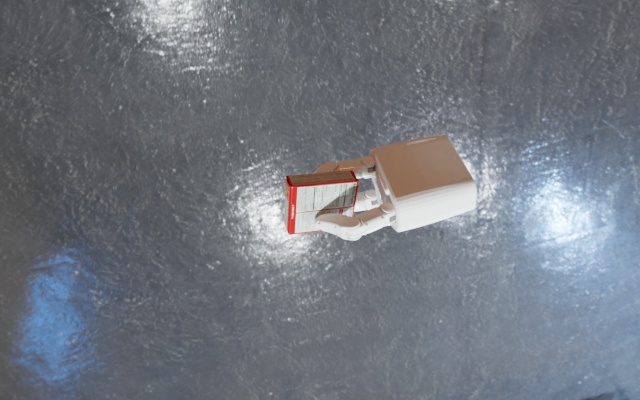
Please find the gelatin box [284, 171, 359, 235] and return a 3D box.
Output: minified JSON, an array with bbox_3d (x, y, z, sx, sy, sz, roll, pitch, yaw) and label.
[{"bbox_3d":[0.000,0.002,0.603,0.089,0.073,0.030,-6,36,-17],"label":"gelatin box"}]
